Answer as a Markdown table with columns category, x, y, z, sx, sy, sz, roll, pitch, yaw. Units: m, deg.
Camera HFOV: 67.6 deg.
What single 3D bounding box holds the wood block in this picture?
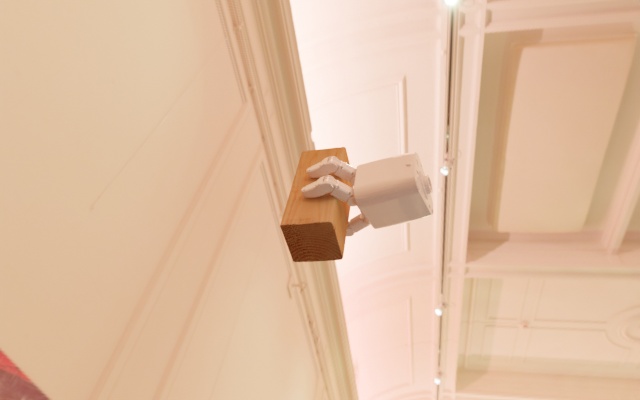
| category | x | y | z | sx | sy | sz | roll | pitch | yaw |
| --- | --- | --- | --- | --- | --- | --- | --- | --- | --- |
| wood block | 0.001 | 0.003 | 0.854 | 0.090 | 0.091 | 0.206 | -5 | 39 | 15 |
